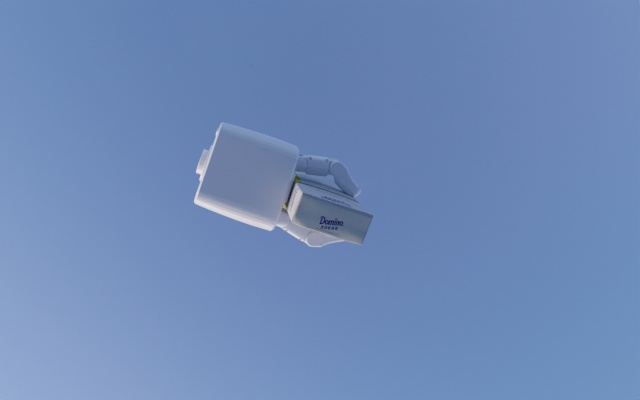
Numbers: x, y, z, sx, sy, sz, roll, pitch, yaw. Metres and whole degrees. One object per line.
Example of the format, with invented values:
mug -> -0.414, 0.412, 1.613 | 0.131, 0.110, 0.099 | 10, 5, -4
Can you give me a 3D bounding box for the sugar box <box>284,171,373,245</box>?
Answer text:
sugar box -> 0.000, 0.003, 0.636 | 0.093, 0.048, 0.176 | 18, 12, -13
